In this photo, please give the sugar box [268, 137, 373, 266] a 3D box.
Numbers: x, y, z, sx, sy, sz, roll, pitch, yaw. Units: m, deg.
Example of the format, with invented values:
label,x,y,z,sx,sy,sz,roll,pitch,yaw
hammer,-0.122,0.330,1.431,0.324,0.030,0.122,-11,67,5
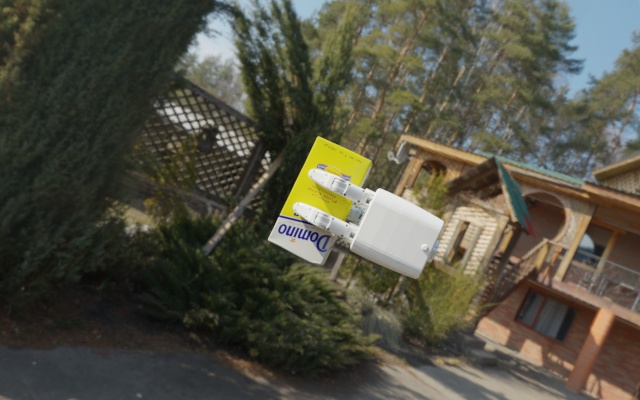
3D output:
label,x,y,z,sx,sy,sz,roll,pitch,yaw
sugar box,0.000,0.002,0.729,0.093,0.176,0.048,25,-1,8
